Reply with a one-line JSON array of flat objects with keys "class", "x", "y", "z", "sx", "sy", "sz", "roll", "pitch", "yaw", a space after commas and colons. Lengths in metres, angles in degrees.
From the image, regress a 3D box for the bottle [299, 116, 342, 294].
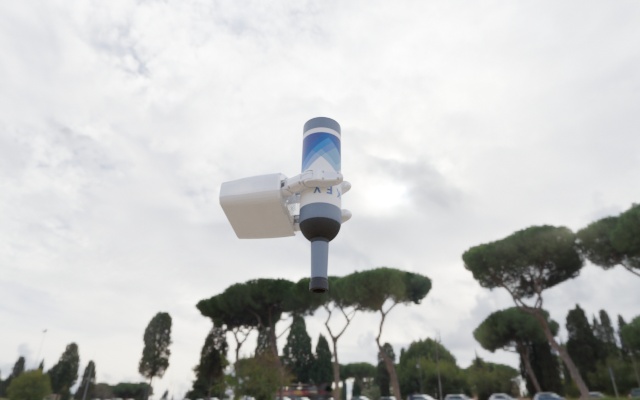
[{"class": "bottle", "x": 0.000, "y": 0.002, "z": 0.761, "sx": 0.069, "sy": 0.295, "sz": 0.069, "roll": 1, "pitch": -29, "yaw": 0}]
